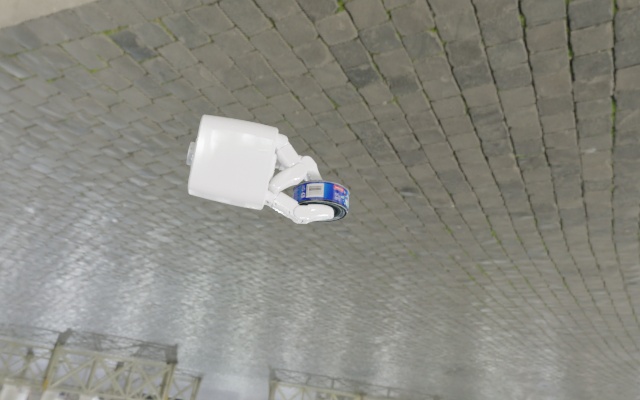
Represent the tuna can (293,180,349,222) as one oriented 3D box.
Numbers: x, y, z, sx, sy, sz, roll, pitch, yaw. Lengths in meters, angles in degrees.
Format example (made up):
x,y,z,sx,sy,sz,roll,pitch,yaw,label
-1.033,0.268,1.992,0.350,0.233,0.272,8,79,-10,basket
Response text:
x,y,z,sx,sy,sz,roll,pitch,yaw,label
0.000,0.003,0.717,0.086,0.033,0.086,3,-24,1,tuna can
